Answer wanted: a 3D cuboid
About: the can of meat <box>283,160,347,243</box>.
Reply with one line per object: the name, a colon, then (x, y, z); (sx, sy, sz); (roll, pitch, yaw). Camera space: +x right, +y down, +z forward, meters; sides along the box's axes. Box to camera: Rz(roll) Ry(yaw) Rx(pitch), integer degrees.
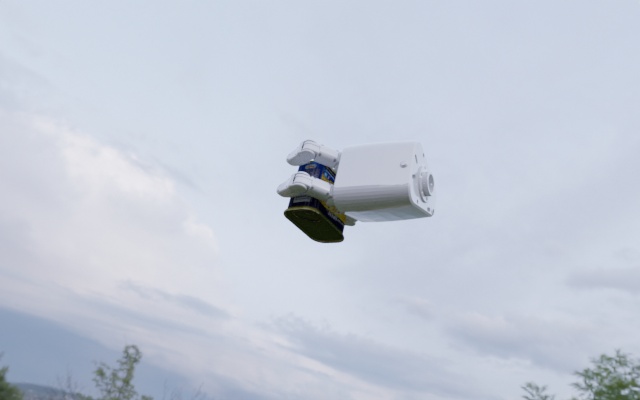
can of meat: (0.000, 0.002, 0.693); (0.057, 0.084, 0.102); (-6, -34, 33)
